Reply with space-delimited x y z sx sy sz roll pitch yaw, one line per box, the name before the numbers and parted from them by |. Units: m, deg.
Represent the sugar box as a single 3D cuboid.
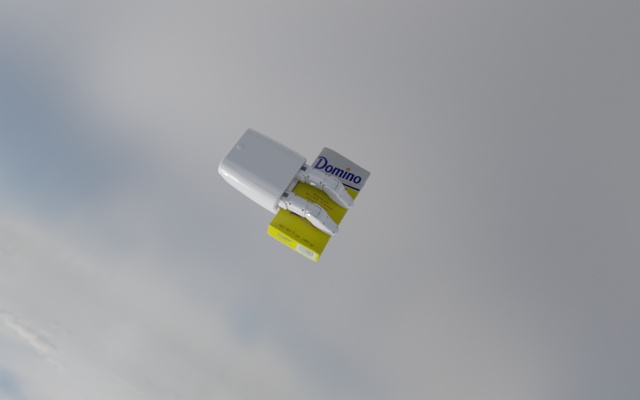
sugar box | 0.000 0.002 0.775 0.093 0.176 0.048 31 -25 4
